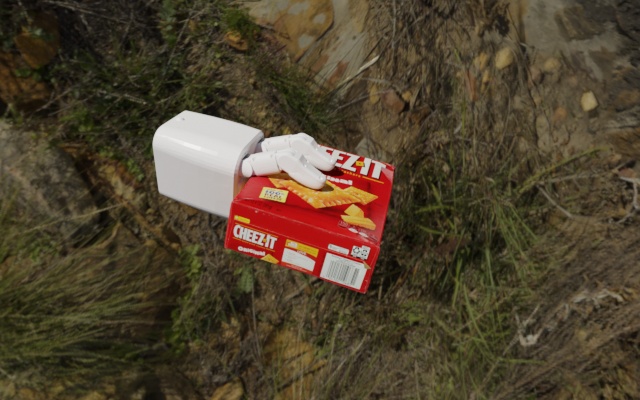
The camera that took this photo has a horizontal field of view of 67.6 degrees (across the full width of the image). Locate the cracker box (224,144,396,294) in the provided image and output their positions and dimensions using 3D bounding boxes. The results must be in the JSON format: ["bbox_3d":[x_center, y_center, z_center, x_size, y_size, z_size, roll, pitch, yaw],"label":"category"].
[{"bbox_3d":[0.000,0.002,0.588,0.164,0.072,0.213,17,30,4],"label":"cracker box"}]
